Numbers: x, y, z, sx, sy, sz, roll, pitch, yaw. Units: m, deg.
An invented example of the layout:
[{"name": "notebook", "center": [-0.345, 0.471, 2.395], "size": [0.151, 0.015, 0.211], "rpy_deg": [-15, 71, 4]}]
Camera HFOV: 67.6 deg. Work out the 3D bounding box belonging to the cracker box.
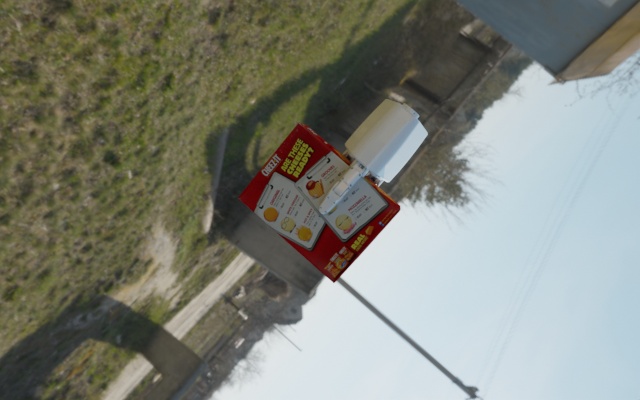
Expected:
[{"name": "cracker box", "center": [0.000, 0.003, 0.794], "size": [0.213, 0.164, 0.072], "rpy_deg": [41, 10, 4]}]
